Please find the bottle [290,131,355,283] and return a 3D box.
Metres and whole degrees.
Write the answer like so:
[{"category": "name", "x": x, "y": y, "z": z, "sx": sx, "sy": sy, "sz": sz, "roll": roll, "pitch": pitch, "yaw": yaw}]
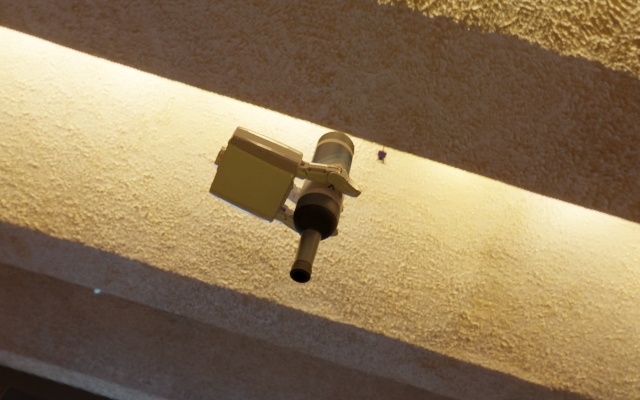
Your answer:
[{"category": "bottle", "x": 0.000, "y": 0.002, "z": 0.714, "sx": 0.069, "sy": 0.069, "sz": 0.295, "roll": 0, "pitch": 40, "yaw": 13}]
